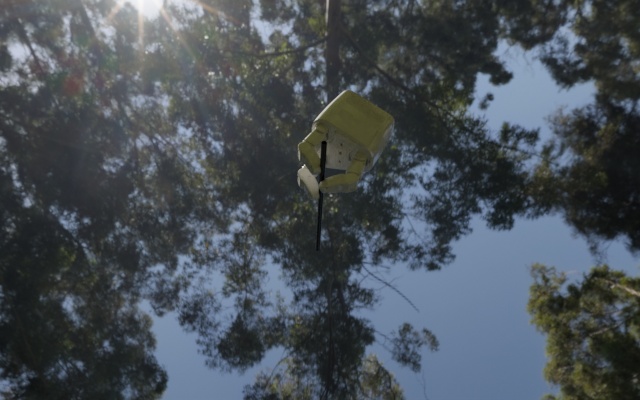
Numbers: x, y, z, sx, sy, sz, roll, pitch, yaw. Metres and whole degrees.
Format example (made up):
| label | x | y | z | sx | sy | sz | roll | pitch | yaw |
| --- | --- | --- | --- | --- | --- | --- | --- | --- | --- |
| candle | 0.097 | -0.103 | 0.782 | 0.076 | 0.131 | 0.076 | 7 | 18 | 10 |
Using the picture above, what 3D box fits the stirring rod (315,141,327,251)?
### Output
| label | x | y | z | sx | sy | sz | roll | pitch | yaw |
| --- | --- | --- | --- | --- | --- | --- | --- | --- | --- |
| stirring rod | 0.000 | 0.002 | 0.747 | 0.011 | 0.011 | 0.240 | 0 | -43 | -3 |
